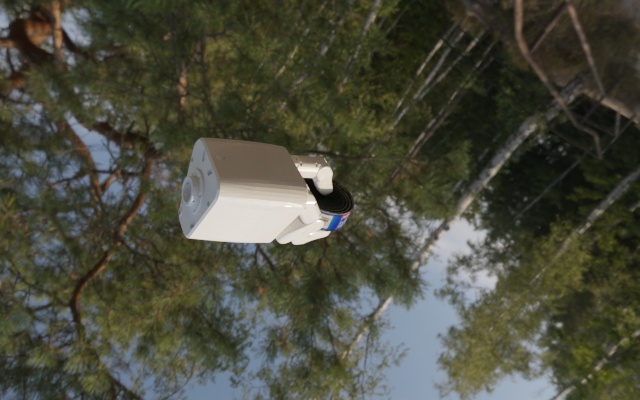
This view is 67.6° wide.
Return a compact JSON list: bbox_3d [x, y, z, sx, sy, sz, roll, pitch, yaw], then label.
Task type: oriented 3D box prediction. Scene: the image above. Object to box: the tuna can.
[{"bbox_3d":[0.000,0.003,0.646,0.086,0.034,0.086,19,32,-12],"label":"tuna can"}]
